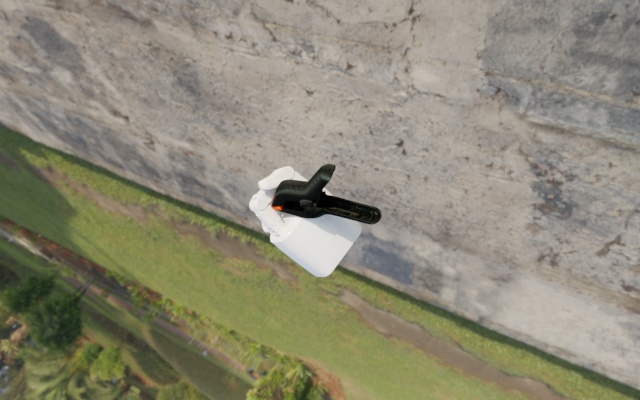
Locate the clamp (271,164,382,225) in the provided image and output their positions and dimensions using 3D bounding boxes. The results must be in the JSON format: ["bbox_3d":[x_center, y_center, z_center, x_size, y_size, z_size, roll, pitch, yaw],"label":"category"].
[{"bbox_3d":[0.000,0.003,0.669,0.120,0.039,0.171,43,-28,-25],"label":"clamp"}]
